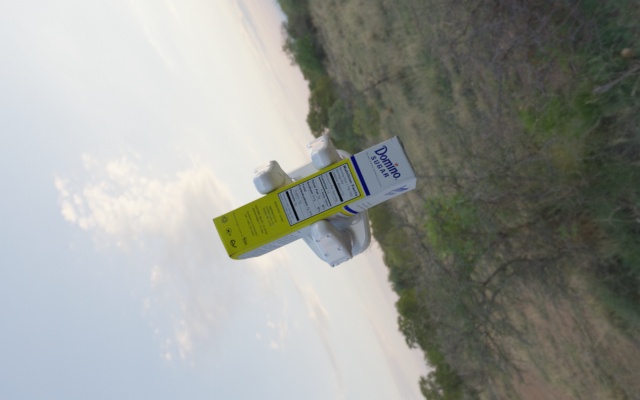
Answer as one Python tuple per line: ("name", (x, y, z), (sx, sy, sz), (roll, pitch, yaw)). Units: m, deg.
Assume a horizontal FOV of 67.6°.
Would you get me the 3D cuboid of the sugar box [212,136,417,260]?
("sugar box", (0.000, 0.001, 0.443), (0.176, 0.048, 0.093), (-26, -8, 7))
